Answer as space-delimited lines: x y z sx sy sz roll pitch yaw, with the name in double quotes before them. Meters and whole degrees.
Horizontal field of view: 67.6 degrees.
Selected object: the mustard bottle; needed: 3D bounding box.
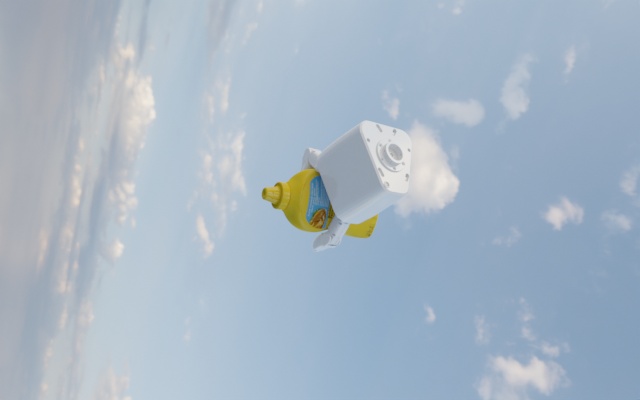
"mustard bottle" 0.000 0.002 0.734 0.191 0.096 0.058 9 -2 -31
